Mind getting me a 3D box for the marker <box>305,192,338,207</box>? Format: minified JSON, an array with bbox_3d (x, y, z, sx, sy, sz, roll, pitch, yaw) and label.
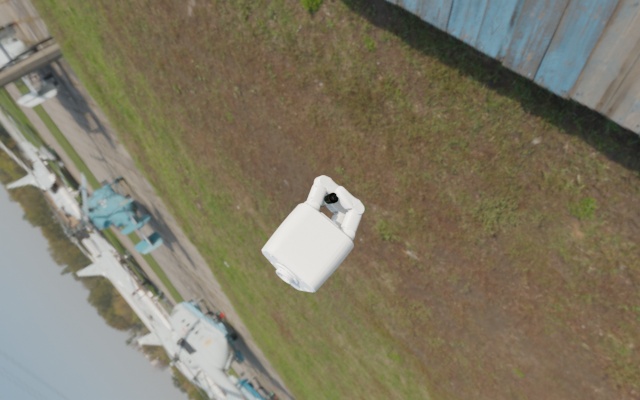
[{"bbox_3d":[0.000,0.003,0.847,0.020,0.020,0.121,0,-7,-24],"label":"marker"}]
